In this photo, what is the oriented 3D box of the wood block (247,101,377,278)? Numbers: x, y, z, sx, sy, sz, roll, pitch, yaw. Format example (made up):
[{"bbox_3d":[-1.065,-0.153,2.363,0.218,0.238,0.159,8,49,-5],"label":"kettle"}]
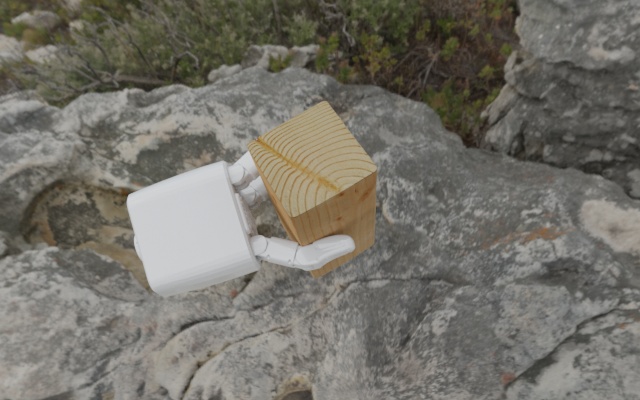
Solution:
[{"bbox_3d":[0.000,0.002,0.520,0.090,0.090,0.206,-30,-23,-7],"label":"wood block"}]
